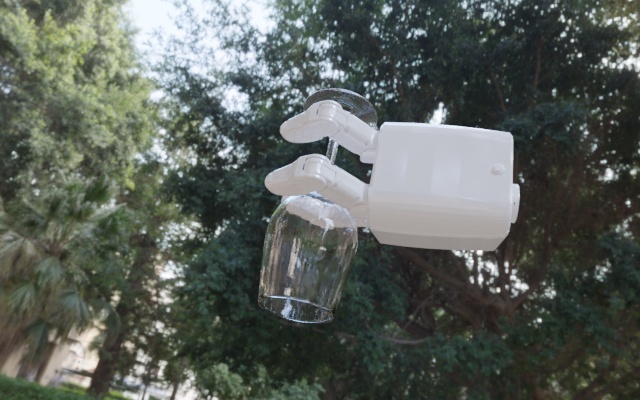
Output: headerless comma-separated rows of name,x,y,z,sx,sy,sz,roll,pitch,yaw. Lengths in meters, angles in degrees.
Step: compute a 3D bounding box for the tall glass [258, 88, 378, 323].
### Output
tall glass,0.000,0.001,0.422,0.079,0.201,0.079,10,-28,6
